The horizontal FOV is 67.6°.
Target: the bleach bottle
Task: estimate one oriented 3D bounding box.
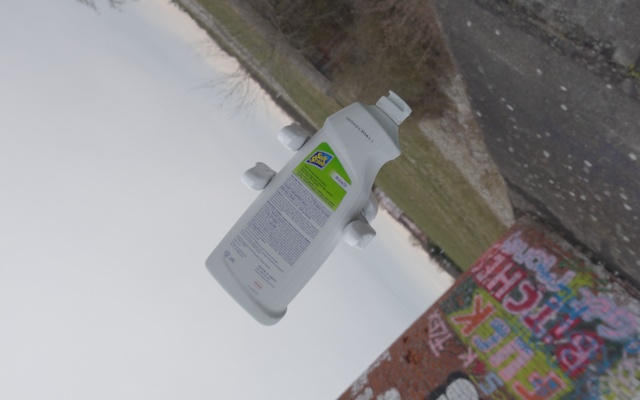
[{"bbox_3d":[0.000,0.002,0.476,0.102,0.251,0.068,43,9,7],"label":"bleach bottle"}]
